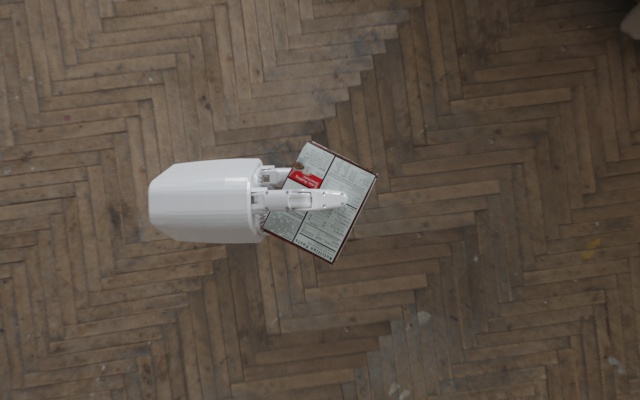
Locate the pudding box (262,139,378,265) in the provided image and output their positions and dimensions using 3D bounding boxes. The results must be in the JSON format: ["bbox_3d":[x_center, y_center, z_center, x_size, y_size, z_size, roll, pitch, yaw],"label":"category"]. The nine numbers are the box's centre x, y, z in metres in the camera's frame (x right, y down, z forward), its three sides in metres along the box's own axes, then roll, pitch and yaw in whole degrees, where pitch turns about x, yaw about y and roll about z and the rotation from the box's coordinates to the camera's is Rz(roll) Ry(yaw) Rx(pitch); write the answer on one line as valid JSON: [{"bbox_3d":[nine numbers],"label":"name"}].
[{"bbox_3d":[0.000,0.002,0.528,0.090,0.113,0.039,27,2,3],"label":"pudding box"}]
